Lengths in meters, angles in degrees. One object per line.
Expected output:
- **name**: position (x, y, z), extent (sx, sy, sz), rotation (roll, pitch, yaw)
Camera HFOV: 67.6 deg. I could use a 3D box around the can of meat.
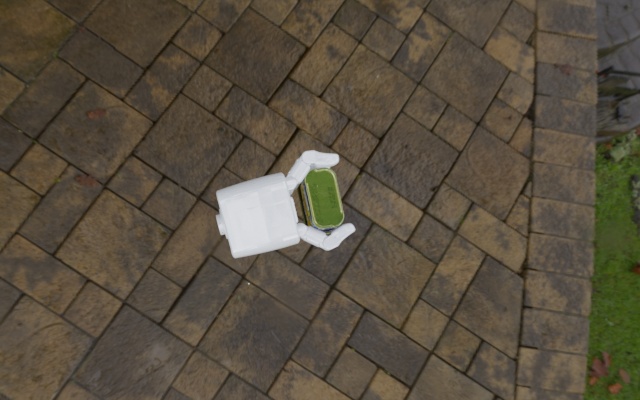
- **can of meat**: position (0.000, 0.003, 0.781), extent (0.057, 0.102, 0.084), rotation (-11, -8, -10)
